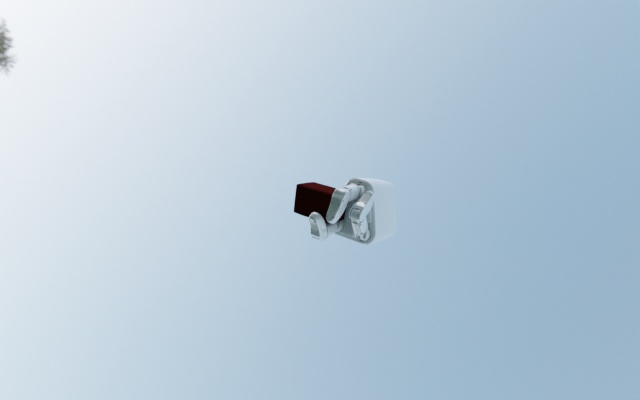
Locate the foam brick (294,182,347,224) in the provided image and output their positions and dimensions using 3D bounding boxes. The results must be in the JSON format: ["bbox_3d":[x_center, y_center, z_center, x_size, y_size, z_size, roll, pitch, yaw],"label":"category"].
[{"bbox_3d":[0.000,0.003,0.834,0.078,0.053,0.051,18,17,29],"label":"foam brick"}]
